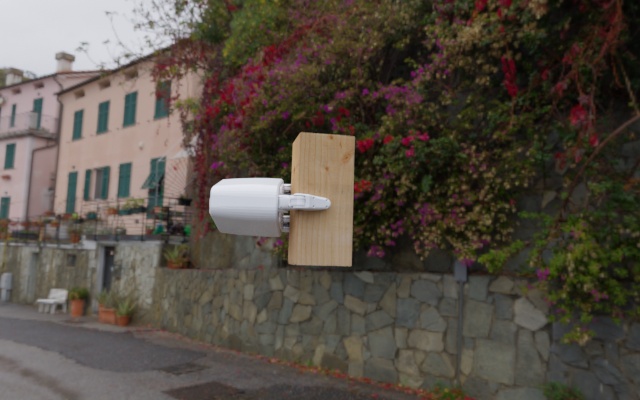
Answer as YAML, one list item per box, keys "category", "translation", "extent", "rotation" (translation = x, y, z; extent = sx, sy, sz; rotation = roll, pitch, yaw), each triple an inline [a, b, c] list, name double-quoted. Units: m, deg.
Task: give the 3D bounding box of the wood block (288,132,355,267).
- category: "wood block"
  translation: [0.000, 0.002, 0.779]
  extent: [0.090, 0.206, 0.091]
  rotation: [3, -6, -11]
